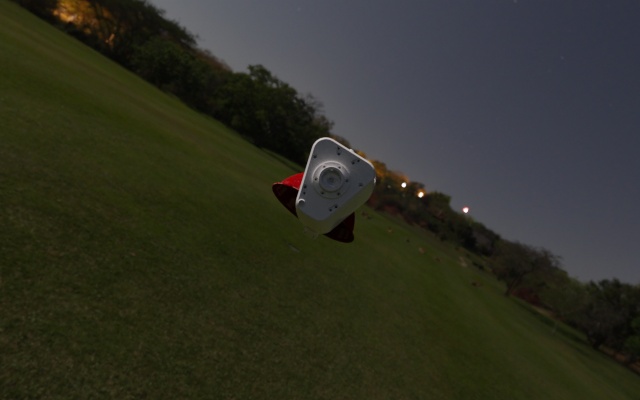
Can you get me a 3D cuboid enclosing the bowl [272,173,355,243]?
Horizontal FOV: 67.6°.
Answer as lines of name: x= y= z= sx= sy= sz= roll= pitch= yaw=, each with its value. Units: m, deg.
bowl: x=0.000 y=0.002 z=0.798 sx=0.162 sy=0.055 sz=0.162 roll=31 pitch=-18 yaw=11
